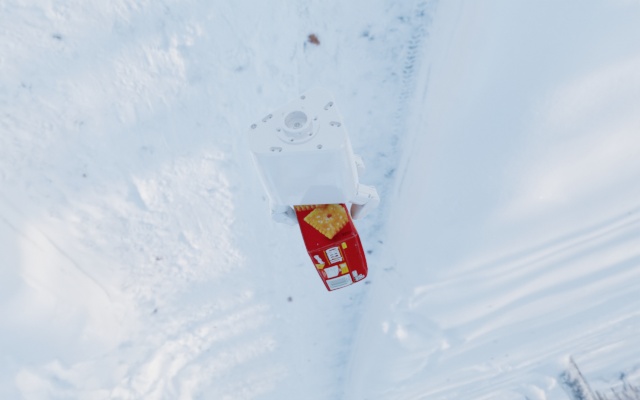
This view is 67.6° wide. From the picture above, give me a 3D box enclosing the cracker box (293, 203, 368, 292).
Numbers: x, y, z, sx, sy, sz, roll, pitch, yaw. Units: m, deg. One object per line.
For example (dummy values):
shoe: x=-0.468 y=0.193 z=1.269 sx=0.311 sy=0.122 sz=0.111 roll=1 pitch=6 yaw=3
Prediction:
cracker box: x=0.000 y=0.002 z=0.689 sx=0.072 sy=0.213 sz=0.164 roll=-19 pitch=-30 yaw=1
